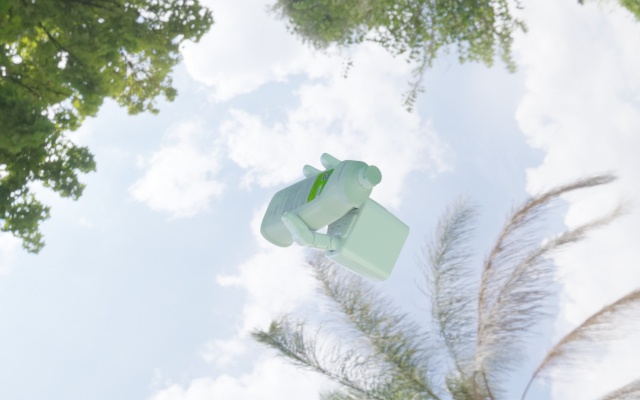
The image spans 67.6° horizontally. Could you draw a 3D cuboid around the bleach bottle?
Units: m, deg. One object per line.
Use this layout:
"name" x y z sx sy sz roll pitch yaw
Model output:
"bleach bottle" 0.000 0.002 0.737 0.068 0.102 0.251 31 -29 -24
